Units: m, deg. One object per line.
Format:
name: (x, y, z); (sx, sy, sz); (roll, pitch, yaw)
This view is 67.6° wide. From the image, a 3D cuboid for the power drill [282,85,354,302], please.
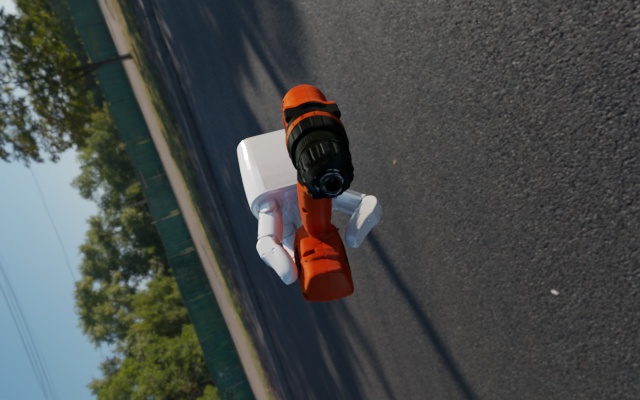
power drill: (0.000, 0.002, 0.451); (0.057, 0.188, 0.184); (-5, 31, -4)
